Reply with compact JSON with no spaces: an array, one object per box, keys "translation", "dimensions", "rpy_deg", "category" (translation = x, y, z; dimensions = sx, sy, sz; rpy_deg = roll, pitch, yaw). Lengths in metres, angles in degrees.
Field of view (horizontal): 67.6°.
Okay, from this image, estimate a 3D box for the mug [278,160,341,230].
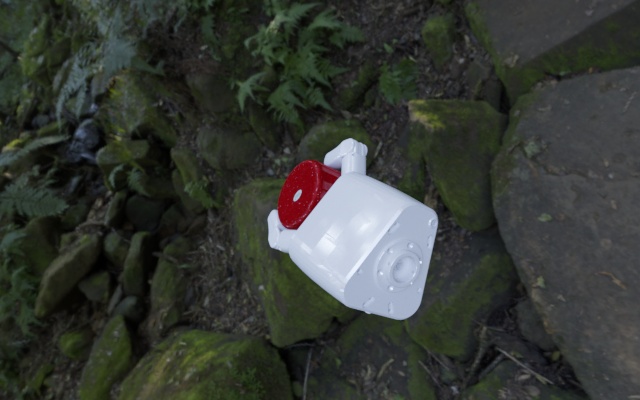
[{"translation":[-0.001,0.001,0.551],"dimensions":[0.081,0.093,0.117],"rpy_deg":[23,3,-31],"category":"mug"}]
